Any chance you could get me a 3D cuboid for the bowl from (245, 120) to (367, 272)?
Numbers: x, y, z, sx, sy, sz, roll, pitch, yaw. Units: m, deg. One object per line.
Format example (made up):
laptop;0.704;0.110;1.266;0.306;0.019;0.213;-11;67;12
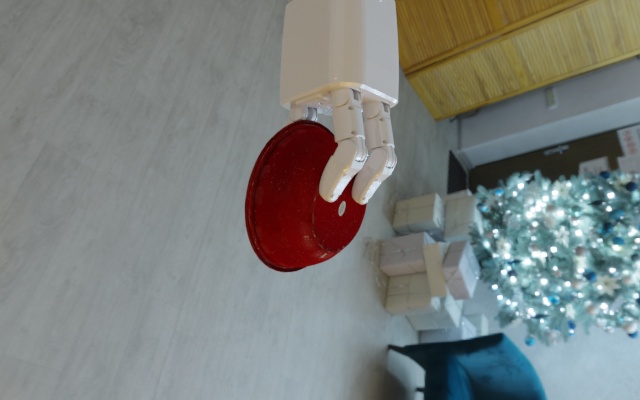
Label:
bowl;0.000;0.003;0.486;0.055;0.162;0.162;13;8;37
